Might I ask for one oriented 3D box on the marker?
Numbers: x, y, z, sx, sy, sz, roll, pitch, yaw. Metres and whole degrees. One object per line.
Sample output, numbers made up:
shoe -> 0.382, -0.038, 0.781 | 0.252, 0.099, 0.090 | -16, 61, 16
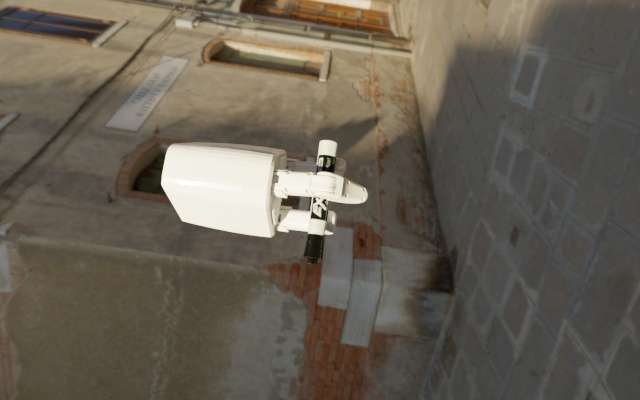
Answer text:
marker -> 0.000, 0.002, 0.463 | 0.020, 0.121, 0.020 | 8, -10, 1
